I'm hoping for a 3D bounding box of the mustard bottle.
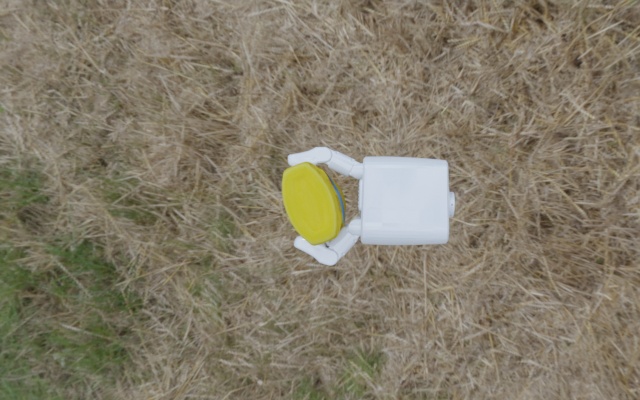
[{"bbox_3d":[0.000,0.002,0.631,0.058,0.096,0.191,-23,-2,8],"label":"mustard bottle"}]
